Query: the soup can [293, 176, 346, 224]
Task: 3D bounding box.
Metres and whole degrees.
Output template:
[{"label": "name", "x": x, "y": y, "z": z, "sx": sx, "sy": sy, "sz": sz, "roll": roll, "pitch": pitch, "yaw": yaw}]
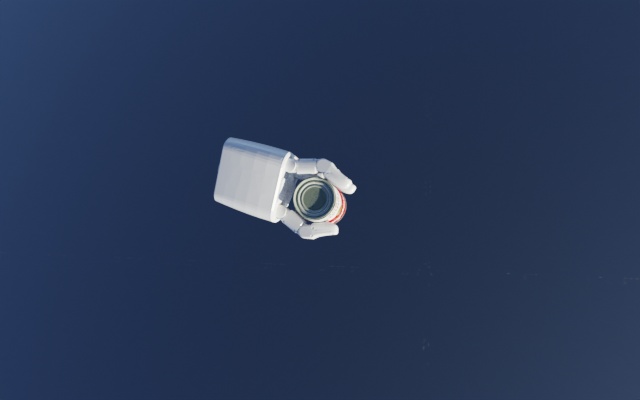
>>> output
[{"label": "soup can", "x": 0.000, "y": 0.003, "z": 0.754, "sx": 0.068, "sy": 0.068, "sz": 0.102, "roll": 0, "pitch": -7, "yaw": 11}]
